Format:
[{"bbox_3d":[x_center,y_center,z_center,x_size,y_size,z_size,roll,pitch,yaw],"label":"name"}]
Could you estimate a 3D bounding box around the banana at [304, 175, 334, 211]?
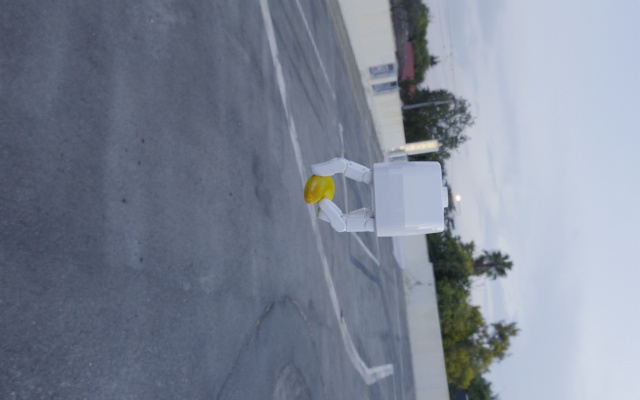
[{"bbox_3d":[0.001,-0.015,0.824,0.037,0.069,0.198,1,-9,8],"label":"banana"}]
